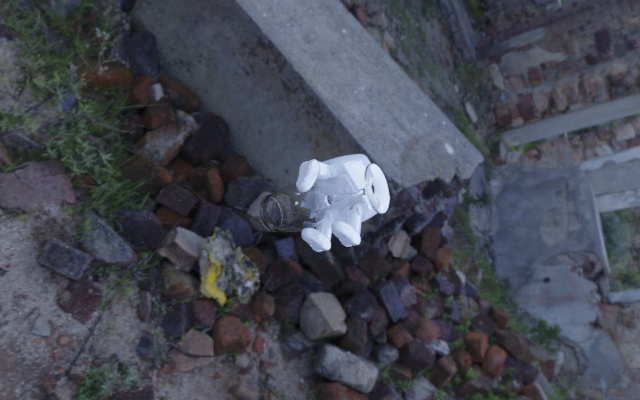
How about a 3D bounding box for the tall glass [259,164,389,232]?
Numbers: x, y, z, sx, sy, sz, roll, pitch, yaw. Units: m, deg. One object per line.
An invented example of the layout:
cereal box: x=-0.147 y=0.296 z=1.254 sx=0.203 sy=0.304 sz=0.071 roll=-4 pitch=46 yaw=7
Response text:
tall glass: x=0.001 y=0.002 z=0.738 sx=0.201 sy=0.079 sz=0.079 roll=-13 pitch=-7 yaw=32
